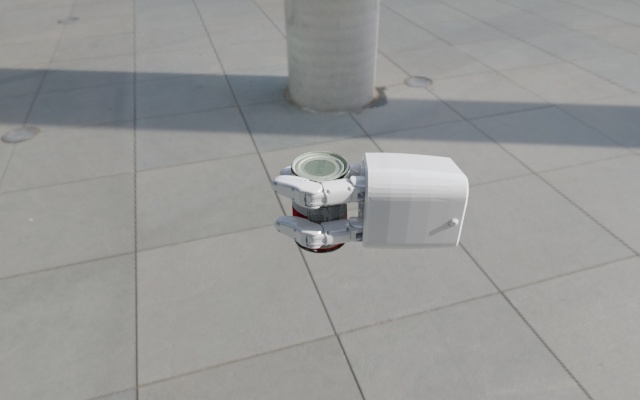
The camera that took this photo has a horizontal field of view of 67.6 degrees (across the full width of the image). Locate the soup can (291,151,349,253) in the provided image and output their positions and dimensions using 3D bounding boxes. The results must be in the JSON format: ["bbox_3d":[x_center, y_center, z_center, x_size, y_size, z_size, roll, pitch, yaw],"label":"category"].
[{"bbox_3d":[0.000,0.002,0.560,0.068,0.102,0.068,0,36,0],"label":"soup can"}]
